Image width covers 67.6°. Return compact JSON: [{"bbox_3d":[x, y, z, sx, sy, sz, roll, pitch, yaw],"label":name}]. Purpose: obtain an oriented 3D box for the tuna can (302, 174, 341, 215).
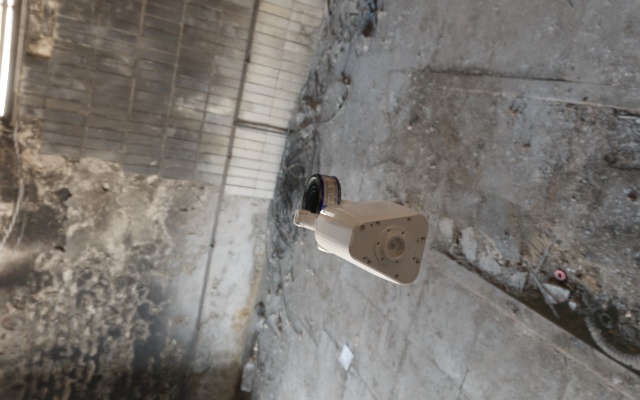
[{"bbox_3d":[0.000,0.002,0.732,0.034,0.086,0.086,8,-3,-20],"label":"tuna can"}]
